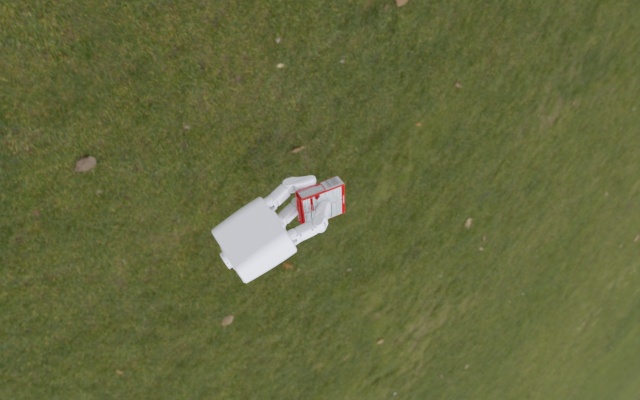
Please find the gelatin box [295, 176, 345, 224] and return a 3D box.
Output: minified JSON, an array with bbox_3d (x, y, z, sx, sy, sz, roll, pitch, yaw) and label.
[{"bbox_3d":[0.001,0.003,0.867,0.089,0.073,0.030,-21,46,-17],"label":"gelatin box"}]
